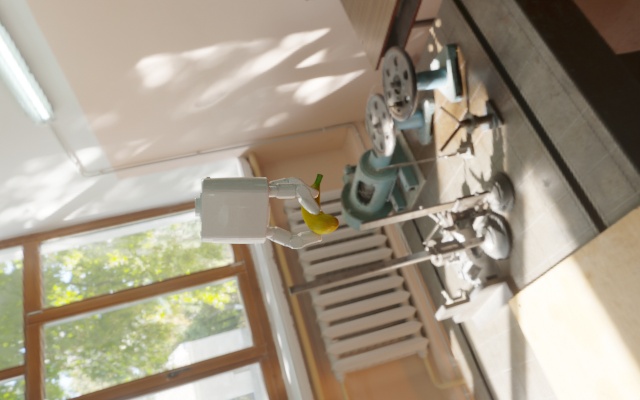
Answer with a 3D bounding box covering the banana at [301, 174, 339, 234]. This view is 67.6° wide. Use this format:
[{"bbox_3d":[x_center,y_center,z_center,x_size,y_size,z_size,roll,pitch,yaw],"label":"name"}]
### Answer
[{"bbox_3d":[-0.007,0.017,0.857,0.037,0.070,0.197,14,24,-17],"label":"banana"}]
